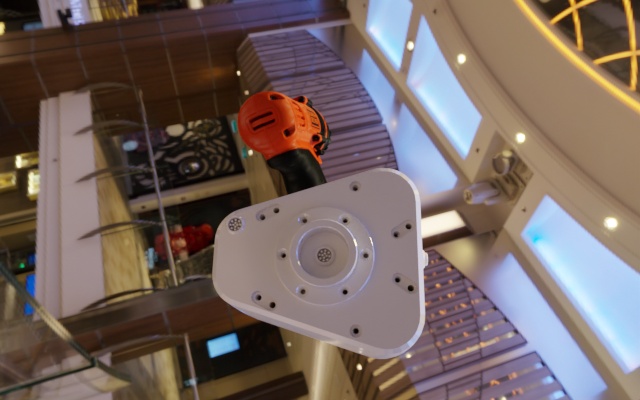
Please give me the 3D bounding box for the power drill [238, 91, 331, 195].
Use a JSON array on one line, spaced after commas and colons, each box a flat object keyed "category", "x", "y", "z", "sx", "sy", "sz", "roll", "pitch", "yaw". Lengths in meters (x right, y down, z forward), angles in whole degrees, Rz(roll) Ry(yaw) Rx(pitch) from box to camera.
[{"category": "power drill", "x": 0.000, "y": 0.002, "z": 0.422, "sx": 0.057, "sy": 0.187, "sz": 0.184, "roll": -23, "pitch": -1, "yaw": 14}]
